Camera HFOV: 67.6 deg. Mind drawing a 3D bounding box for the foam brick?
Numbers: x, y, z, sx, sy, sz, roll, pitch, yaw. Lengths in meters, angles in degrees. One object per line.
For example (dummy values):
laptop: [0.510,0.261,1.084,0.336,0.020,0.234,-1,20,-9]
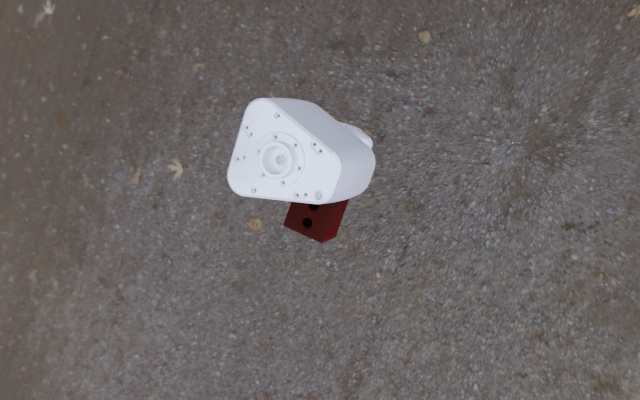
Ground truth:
foam brick: [0.000,0.002,0.551,0.053,0.078,0.051,23,15,16]
